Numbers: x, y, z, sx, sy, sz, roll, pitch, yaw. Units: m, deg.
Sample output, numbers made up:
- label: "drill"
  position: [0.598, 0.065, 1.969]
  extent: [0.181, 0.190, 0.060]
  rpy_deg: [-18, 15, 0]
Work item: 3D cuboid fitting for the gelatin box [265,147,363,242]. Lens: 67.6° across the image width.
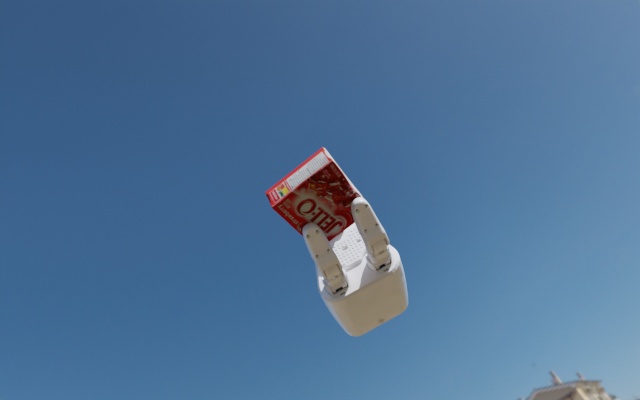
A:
- label: "gelatin box"
  position: [0.000, 0.001, 0.480]
  extent: [0.089, 0.073, 0.030]
  rpy_deg: [48, 7, -43]
